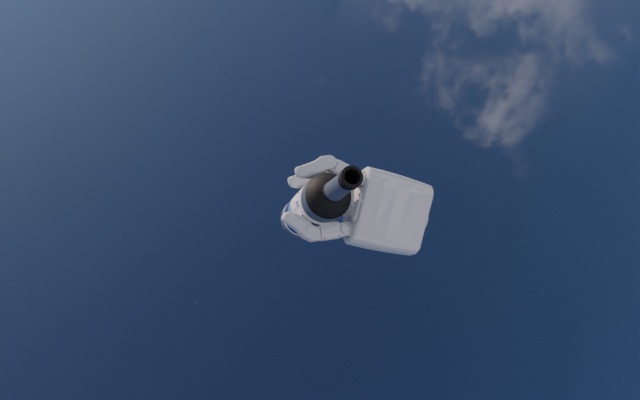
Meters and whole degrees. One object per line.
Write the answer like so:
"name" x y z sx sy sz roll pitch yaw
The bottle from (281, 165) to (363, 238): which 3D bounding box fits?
"bottle" 0.000 0.002 0.688 0.069 0.069 0.296 0 -12 -15
